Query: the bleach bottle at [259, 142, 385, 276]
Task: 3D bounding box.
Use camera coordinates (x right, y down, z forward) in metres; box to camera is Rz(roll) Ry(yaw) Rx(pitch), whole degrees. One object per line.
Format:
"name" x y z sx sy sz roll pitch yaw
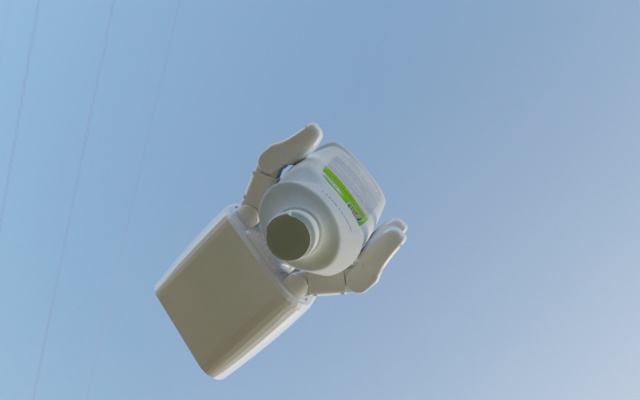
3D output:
"bleach bottle" 0.000 0.001 0.406 0.068 0.102 0.251 -43 -3 13
